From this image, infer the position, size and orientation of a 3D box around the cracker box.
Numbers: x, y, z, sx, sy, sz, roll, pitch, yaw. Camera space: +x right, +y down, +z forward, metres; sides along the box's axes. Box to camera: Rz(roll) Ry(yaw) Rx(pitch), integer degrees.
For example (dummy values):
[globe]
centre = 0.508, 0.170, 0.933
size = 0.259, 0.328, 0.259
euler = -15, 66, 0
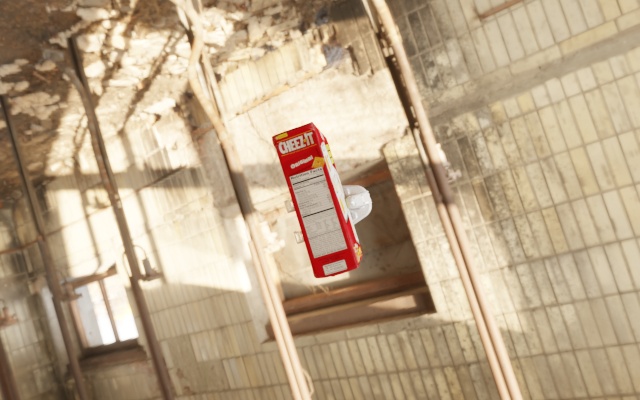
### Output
[cracker box]
centre = 0.000, 0.003, 0.734
size = 0.072, 0.213, 0.164
euler = -18, -3, 7
